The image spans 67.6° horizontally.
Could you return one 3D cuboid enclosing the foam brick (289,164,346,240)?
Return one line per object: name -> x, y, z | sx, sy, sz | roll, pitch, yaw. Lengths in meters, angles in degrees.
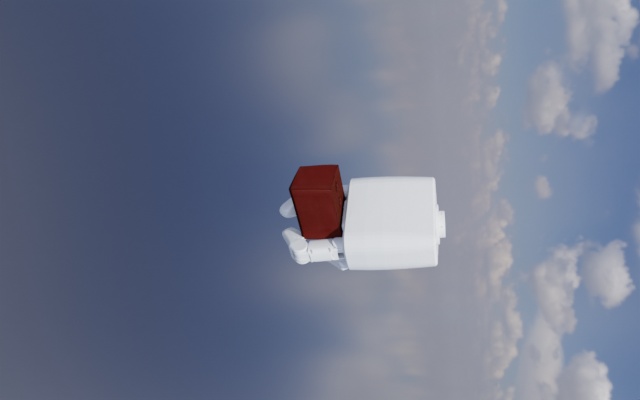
foam brick -> 0.000, 0.002, 0.579 | 0.051, 0.078, 0.053 | -2, 37, 17
